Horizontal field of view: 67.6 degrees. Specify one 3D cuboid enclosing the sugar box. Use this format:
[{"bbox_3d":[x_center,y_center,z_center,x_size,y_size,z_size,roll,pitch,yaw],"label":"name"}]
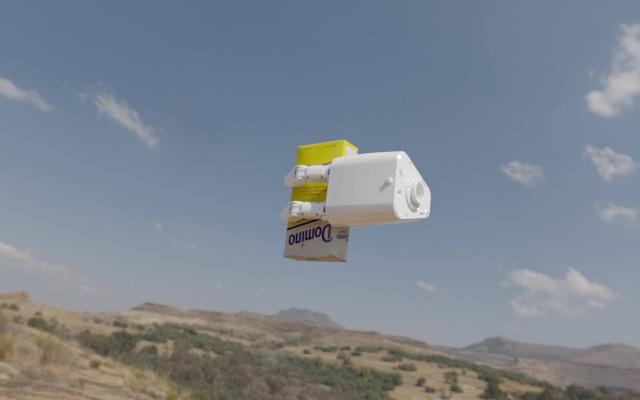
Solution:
[{"bbox_3d":[0.000,0.002,0.718,0.093,0.176,0.048,-5,-20,37],"label":"sugar box"}]
